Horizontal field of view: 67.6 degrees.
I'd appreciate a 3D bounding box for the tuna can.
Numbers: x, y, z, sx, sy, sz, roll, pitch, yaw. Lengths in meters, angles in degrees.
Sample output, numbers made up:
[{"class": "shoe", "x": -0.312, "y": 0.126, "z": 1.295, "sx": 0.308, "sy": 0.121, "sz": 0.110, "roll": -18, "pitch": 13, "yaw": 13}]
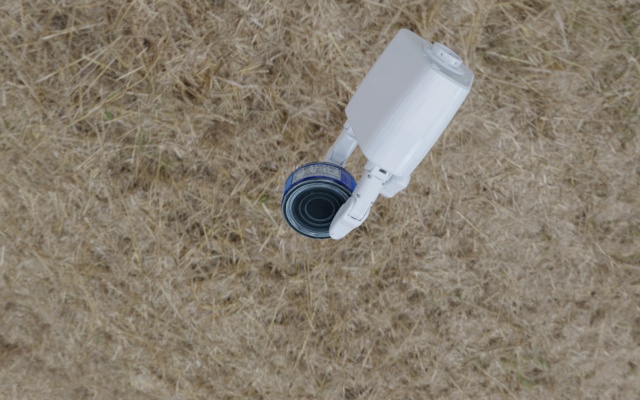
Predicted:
[{"class": "tuna can", "x": 0.000, "y": 0.002, "z": 0.527, "sx": 0.086, "sy": 0.086, "sz": 0.033, "roll": 0, "pitch": 37, "yaw": 4}]
